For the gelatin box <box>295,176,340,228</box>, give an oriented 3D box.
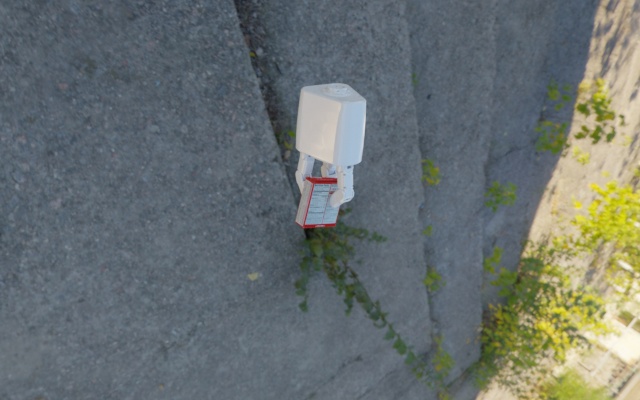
[{"bbox_3d":[0.000,0.003,0.844,0.073,0.089,0.030,-1,22,-38],"label":"gelatin box"}]
